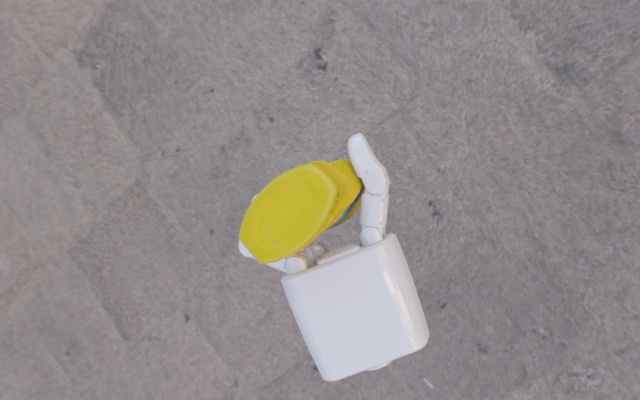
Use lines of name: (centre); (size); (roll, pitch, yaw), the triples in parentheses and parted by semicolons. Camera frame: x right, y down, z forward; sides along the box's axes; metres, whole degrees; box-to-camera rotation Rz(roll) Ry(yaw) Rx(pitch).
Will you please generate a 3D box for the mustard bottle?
mustard bottle: (0.000, 0.001, 0.465); (0.096, 0.058, 0.191); (-47, -8, 17)
